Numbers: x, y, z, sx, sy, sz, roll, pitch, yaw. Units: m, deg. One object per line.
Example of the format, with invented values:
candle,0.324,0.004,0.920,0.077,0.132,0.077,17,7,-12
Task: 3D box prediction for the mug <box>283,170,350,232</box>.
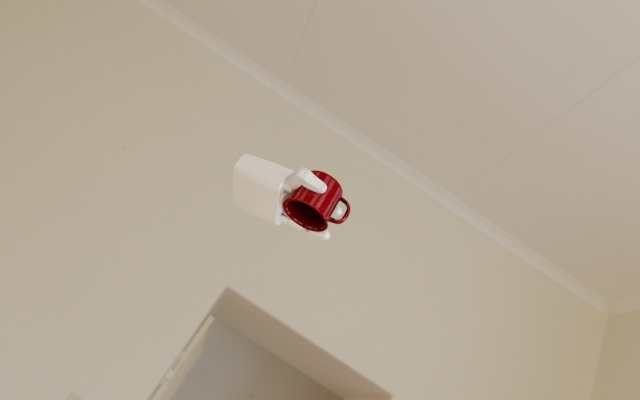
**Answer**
mug,0.002,0.003,0.884,0.117,0.081,0.093,23,-31,15
